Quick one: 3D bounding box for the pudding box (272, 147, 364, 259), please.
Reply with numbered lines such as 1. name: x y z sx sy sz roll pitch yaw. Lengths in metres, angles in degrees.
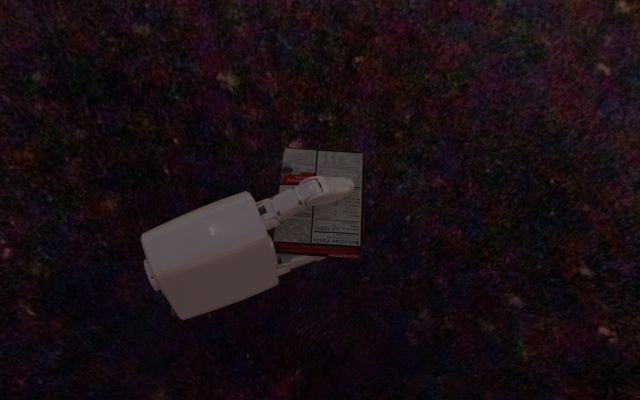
1. pudding box: 0.000 0.002 0.495 0.090 0.113 0.039 4 -24 0
